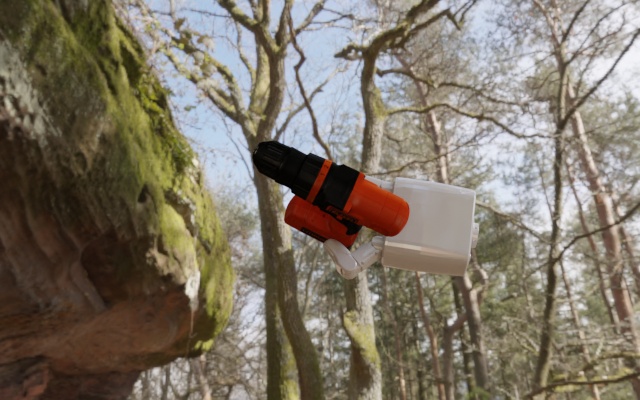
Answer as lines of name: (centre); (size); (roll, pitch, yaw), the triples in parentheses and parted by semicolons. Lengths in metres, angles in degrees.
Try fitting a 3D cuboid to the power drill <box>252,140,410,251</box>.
power drill: (0.000, 0.002, 0.589); (0.184, 0.057, 0.188); (27, -15, -2)
